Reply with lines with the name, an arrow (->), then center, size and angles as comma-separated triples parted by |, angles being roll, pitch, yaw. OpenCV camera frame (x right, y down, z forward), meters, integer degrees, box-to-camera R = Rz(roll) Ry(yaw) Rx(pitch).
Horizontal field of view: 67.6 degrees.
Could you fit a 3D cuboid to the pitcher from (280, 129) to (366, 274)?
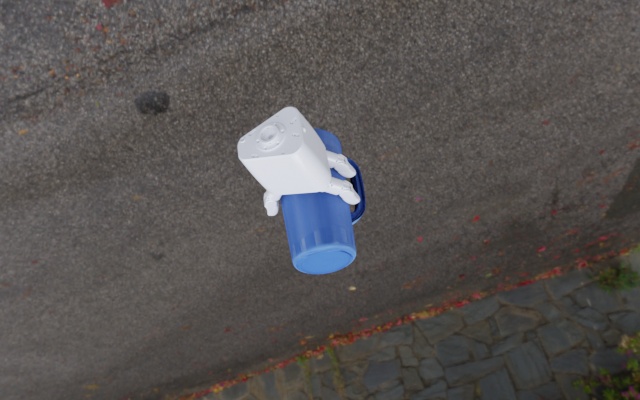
pitcher -> 0.000, 0.003, 0.855 | 0.149, 0.242, 0.145 | -18, -32, 12
